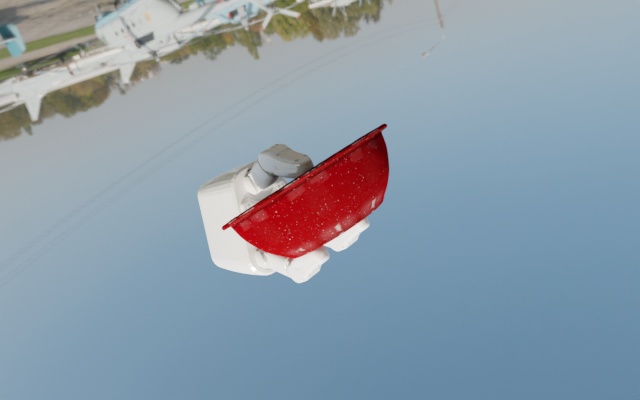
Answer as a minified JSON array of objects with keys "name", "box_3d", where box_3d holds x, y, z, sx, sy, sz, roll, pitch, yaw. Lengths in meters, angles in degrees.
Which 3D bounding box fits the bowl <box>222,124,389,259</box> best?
[{"name":"bowl","box_3d":[0.001,0.002,0.401,0.162,0.055,0.162,-32,2,1]}]
